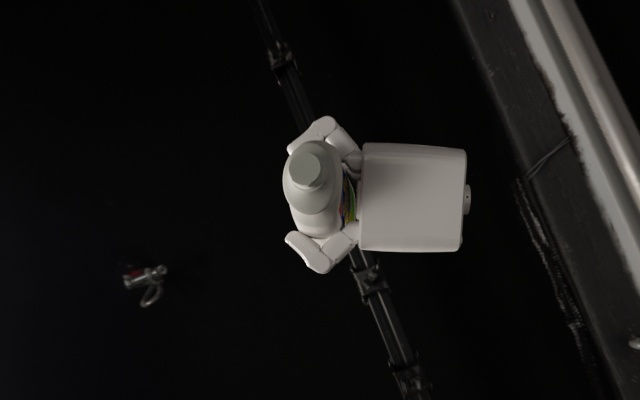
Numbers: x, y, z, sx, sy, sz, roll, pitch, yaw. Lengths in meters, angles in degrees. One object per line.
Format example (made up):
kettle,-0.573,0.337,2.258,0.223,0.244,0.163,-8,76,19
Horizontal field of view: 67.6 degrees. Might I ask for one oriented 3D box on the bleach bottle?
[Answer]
bleach bottle,0.000,0.002,0.524,0.068,0.102,0.251,3,-9,7
